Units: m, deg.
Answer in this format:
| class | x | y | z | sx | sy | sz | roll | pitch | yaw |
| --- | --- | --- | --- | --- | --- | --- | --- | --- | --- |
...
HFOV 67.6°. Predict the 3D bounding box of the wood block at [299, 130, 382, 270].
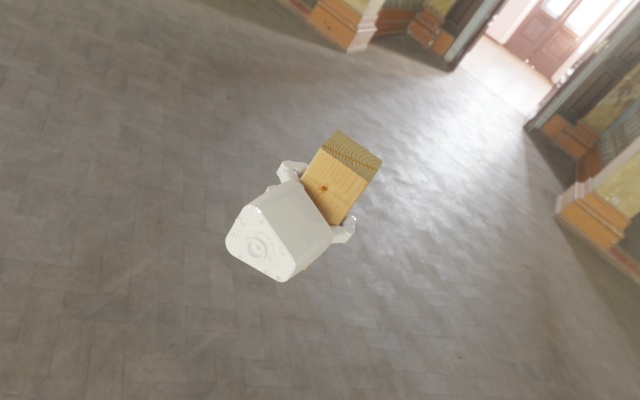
| class | x | y | z | sx | sy | sz | roll | pitch | yaw |
| --- | --- | --- | --- | --- | --- | --- | --- | --- | --- |
| wood block | 0.000 | 0.003 | 0.774 | 0.091 | 0.206 | 0.090 | 35 | 33 | 1 |
